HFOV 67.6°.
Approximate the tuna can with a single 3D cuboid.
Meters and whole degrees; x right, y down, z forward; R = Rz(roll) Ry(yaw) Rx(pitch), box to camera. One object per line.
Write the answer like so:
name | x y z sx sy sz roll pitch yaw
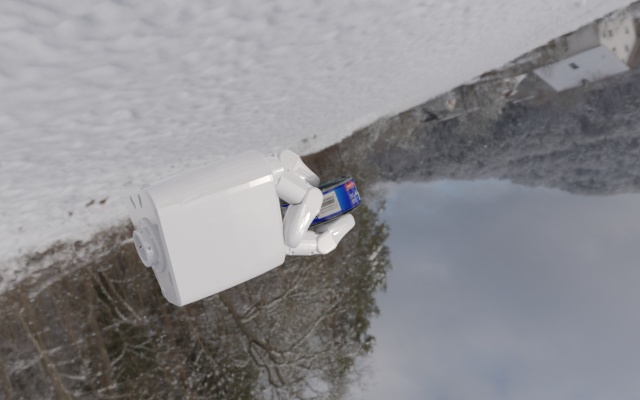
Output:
tuna can | 0.000 0.002 0.525 0.086 0.034 0.086 -20 7 3
